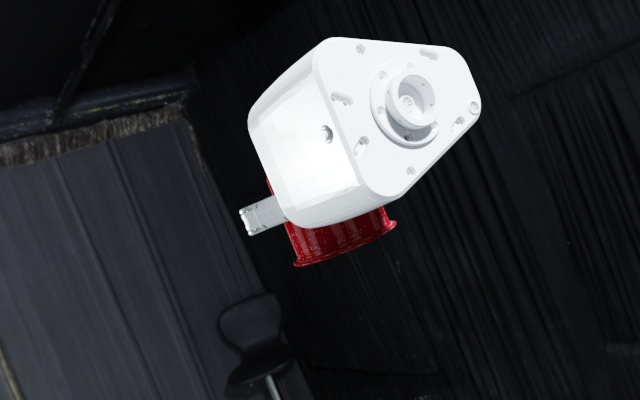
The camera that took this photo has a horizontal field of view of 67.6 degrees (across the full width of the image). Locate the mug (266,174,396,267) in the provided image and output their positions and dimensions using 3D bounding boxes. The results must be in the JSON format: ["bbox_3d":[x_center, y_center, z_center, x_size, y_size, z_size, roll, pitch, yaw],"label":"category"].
[{"bbox_3d":[-0.001,0.001,0.413,0.093,0.081,0.117,-23,2,-28],"label":"mug"}]
